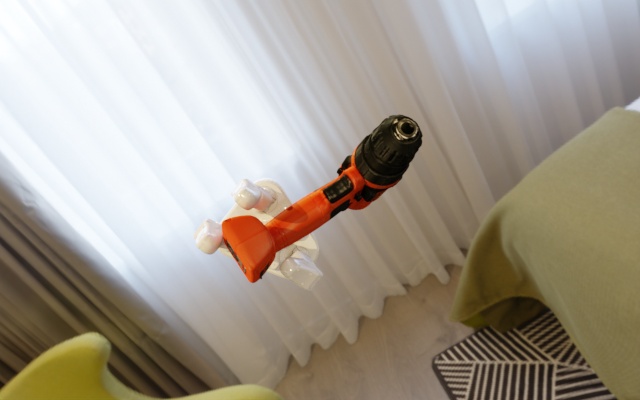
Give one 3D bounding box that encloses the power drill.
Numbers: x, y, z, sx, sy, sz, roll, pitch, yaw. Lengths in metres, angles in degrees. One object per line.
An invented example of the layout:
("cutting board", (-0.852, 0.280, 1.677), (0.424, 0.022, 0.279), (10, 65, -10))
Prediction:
("power drill", (0.000, 0.002, 0.454), (0.187, 0.057, 0.184), (-30, -11, -17))
